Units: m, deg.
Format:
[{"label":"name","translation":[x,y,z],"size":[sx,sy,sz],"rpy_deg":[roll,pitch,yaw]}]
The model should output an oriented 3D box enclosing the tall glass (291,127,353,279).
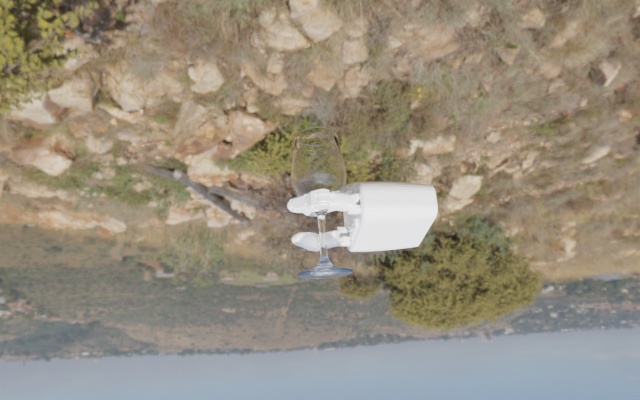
[{"label":"tall glass","translation":[0.000,0.003,0.660],"size":[0.079,0.201,0.079],"rpy_deg":[-4,-18,-1]}]
